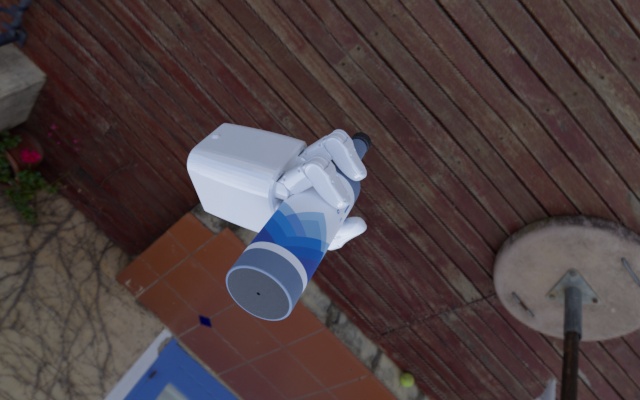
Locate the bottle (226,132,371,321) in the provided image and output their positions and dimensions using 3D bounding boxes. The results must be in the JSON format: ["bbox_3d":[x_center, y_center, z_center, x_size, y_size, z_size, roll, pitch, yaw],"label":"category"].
[{"bbox_3d":[0.000,0.002,0.531,0.069,0.069,0.295,0,34,27],"label":"bottle"}]
